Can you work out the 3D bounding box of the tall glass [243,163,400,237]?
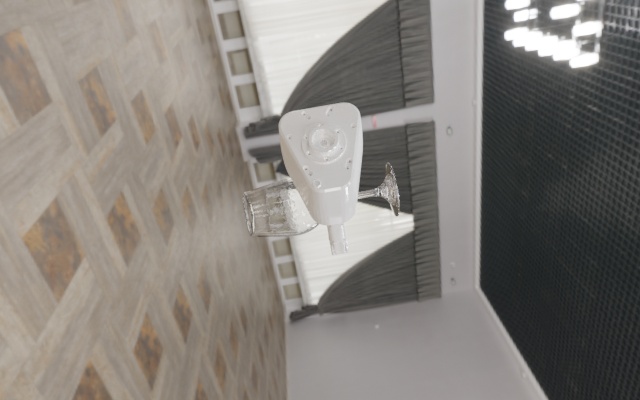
[{"bbox_3d":[0.001,0.002,0.646,0.201,0.079,0.079,-10,0,-1],"label":"tall glass"}]
